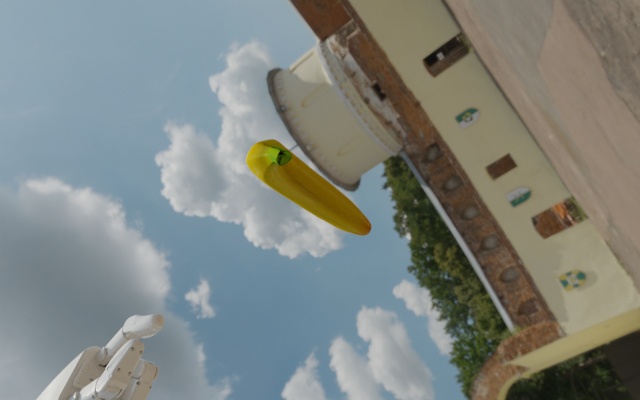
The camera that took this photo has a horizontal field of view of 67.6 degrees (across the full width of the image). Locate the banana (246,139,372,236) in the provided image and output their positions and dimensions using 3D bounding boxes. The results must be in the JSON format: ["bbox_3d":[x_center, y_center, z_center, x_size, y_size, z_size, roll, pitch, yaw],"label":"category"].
[{"bbox_3d":[-0.013,-0.010,0.438,0.069,0.037,0.198,42,4,32],"label":"banana"}]
